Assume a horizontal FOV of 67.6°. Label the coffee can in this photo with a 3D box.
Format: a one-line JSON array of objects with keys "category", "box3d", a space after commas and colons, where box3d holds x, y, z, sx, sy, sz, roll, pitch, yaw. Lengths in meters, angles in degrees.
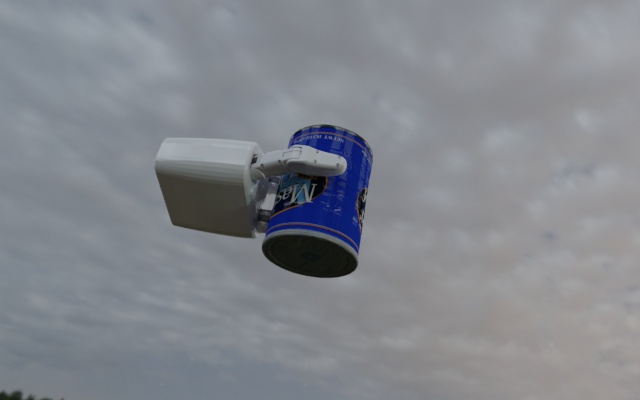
[{"category": "coffee can", "box3d": [0.000, 0.002, 0.534, 0.103, 0.140, 0.103, 8, -31, 5]}]
